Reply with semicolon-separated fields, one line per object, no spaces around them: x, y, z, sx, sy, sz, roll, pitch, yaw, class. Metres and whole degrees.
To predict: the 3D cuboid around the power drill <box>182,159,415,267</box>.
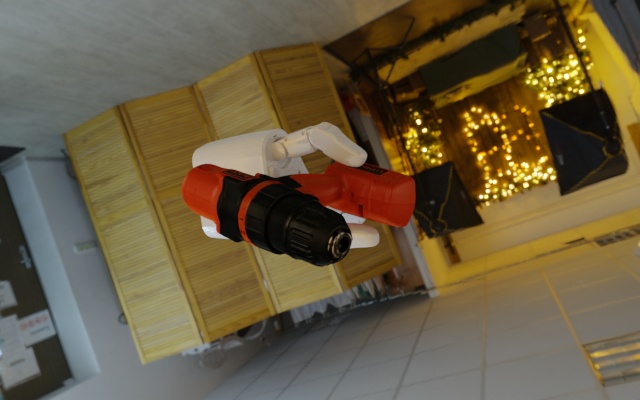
0.000;0.001;0.419;0.187;0.057;0.184;-5;19;-45;power drill
